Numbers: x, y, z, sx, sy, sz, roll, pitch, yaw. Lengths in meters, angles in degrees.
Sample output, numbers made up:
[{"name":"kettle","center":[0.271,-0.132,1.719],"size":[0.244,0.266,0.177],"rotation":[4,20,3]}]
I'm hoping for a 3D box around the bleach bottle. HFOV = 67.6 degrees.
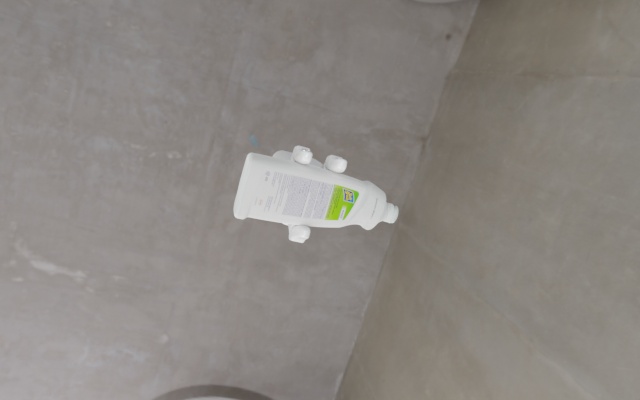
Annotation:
[{"name":"bleach bottle","center":[0.000,0.002,0.742],"size":[0.251,0.102,0.068],"rotation":[13,15,-16]}]
